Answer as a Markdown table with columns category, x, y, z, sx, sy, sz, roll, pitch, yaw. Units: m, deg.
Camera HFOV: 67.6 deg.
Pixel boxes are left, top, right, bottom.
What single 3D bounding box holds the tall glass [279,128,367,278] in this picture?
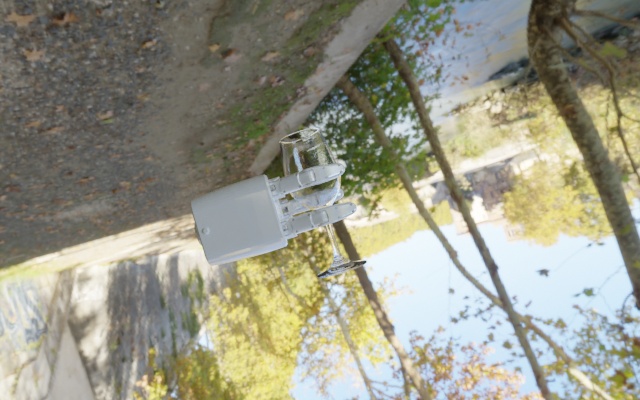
| category | x | y | z | sx | sy | sz | roll | pitch | yaw |
| --- | --- | --- | --- | --- | --- | --- | --- | --- | --- |
| tall glass | 0.000 | 0.003 | 0.673 | 0.079 | 0.201 | 0.079 | -17 | -2 | -1 |
